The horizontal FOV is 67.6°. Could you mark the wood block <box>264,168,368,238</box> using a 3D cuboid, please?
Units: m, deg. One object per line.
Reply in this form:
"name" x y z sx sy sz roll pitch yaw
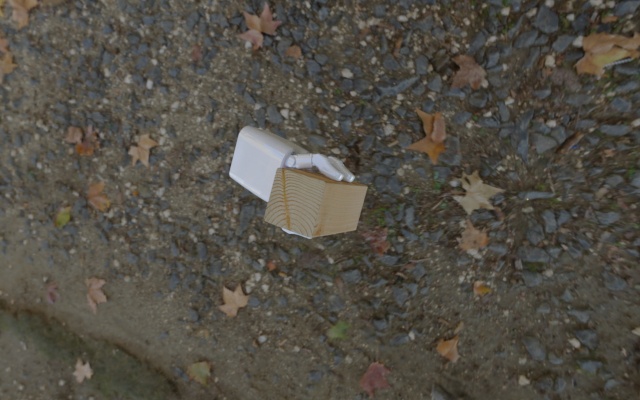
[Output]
"wood block" 0.000 0.003 0.824 0.090 0.091 0.206 18 7 22
